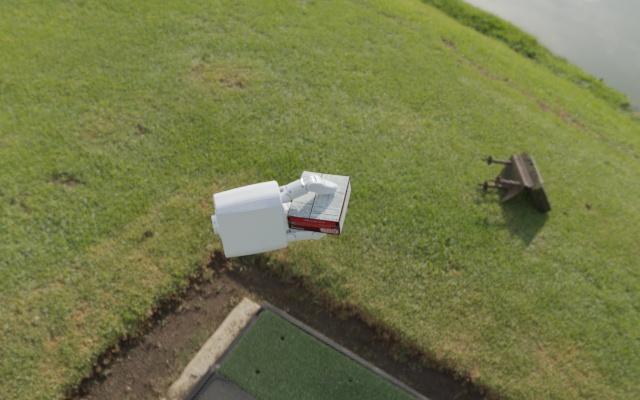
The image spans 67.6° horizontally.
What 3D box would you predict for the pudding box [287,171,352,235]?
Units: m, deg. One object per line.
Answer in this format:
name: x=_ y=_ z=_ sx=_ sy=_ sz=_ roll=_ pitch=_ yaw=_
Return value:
pudding box: x=0.000 y=0.003 z=0.814 sx=0.090 sy=0.113 sz=0.039 roll=8 pitch=-40 yaw=10
